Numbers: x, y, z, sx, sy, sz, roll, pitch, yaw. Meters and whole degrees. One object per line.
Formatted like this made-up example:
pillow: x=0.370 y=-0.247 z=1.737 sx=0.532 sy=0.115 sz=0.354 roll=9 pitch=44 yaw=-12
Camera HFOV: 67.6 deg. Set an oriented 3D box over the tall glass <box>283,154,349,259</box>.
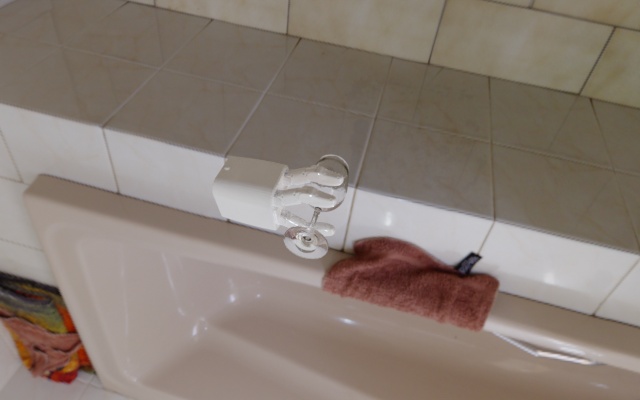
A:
tall glass: x=0.000 y=0.003 z=0.827 sx=0.079 sy=0.079 sz=0.201 roll=0 pitch=40 yaw=19
